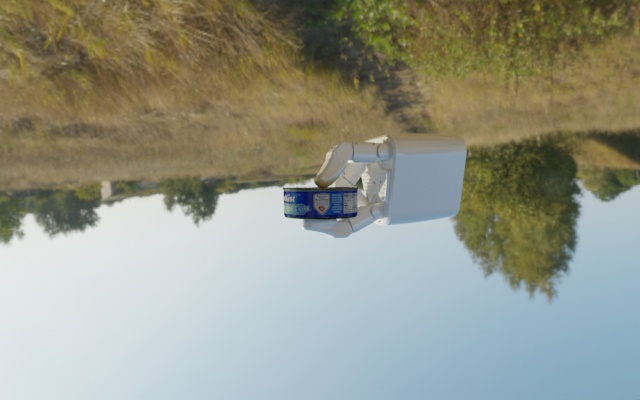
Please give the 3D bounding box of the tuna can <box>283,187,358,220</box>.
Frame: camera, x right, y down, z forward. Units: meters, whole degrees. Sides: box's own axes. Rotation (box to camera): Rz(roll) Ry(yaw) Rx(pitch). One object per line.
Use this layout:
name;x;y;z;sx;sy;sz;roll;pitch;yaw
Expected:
tuna can;0.000;0.002;0.542;0.086;0.034;0.086;0;3;0
